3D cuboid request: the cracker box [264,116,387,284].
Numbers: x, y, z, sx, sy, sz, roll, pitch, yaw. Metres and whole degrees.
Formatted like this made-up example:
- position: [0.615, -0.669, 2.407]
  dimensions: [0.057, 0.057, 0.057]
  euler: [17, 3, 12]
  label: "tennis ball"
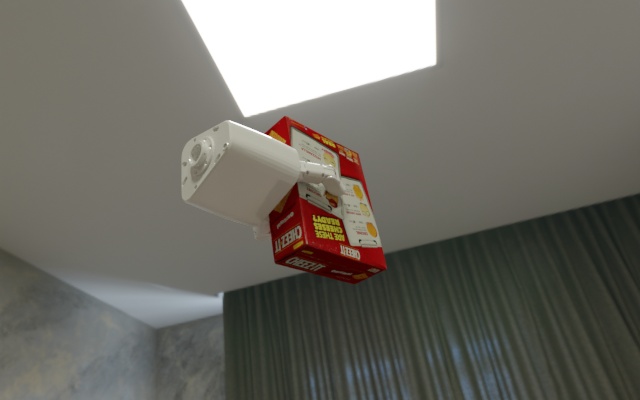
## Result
- position: [0.000, 0.002, 0.698]
  dimensions: [0.164, 0.213, 0.072]
  euler: [22, -44, -41]
  label: "cracker box"
